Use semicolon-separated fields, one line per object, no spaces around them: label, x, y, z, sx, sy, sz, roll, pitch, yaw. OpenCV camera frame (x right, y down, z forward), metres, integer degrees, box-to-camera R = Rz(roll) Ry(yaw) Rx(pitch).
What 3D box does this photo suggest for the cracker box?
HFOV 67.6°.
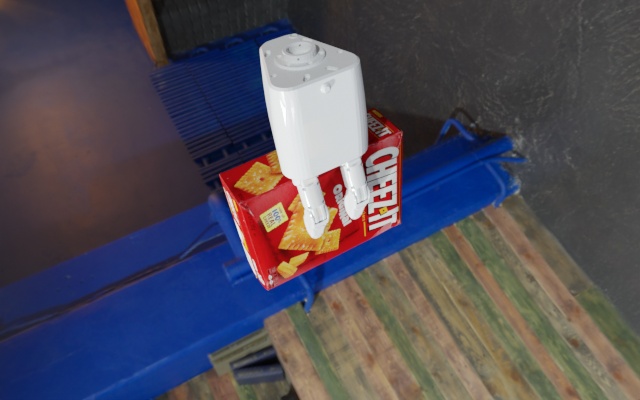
cracker box;0.000;0.002;0.601;0.213;0.164;0.072;-25;47;-16
